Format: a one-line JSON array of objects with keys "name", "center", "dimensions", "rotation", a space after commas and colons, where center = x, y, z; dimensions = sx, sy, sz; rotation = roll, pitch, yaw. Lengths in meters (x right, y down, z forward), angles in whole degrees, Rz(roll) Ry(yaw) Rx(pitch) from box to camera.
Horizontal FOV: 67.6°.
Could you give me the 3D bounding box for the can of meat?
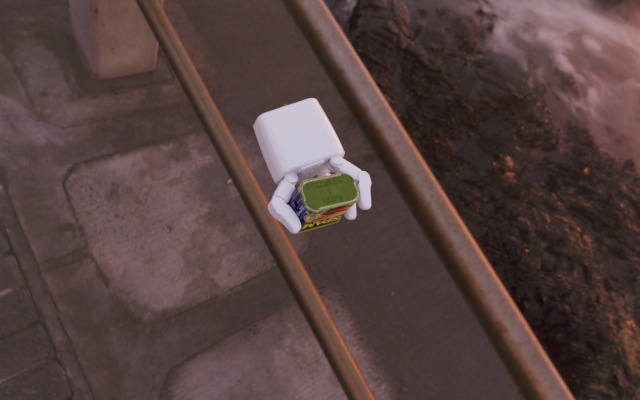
[{"name": "can of meat", "center": [0.000, 0.002, 0.733], "dimensions": [0.102, 0.057, 0.084], "rotation": [-13, -18, -28]}]
